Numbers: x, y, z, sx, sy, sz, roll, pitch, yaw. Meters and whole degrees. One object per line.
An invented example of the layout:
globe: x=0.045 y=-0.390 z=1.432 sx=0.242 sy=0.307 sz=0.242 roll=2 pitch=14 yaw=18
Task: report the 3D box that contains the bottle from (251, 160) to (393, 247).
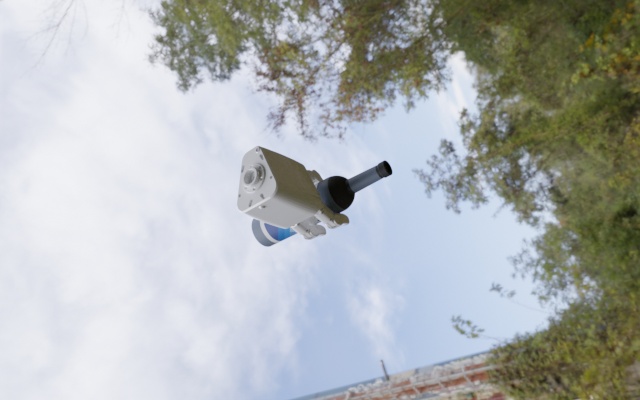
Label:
bottle: x=0.000 y=0.003 z=0.870 sx=0.296 sy=0.069 sz=0.069 roll=-27 pitch=-15 yaw=30
